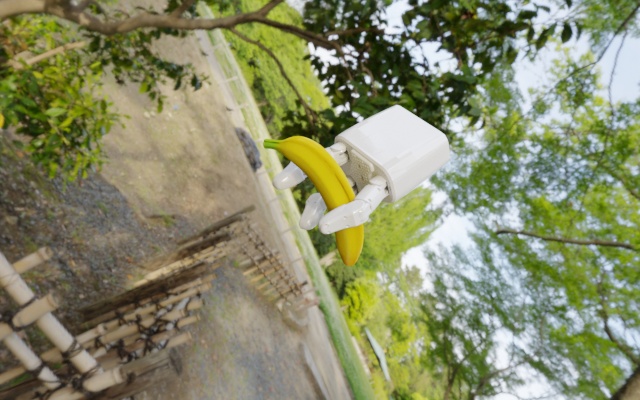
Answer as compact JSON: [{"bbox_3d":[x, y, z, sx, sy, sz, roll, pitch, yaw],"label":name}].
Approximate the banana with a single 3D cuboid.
[{"bbox_3d":[0.010,-0.005,0.584,0.069,0.198,0.037,-17,21,47],"label":"banana"}]
